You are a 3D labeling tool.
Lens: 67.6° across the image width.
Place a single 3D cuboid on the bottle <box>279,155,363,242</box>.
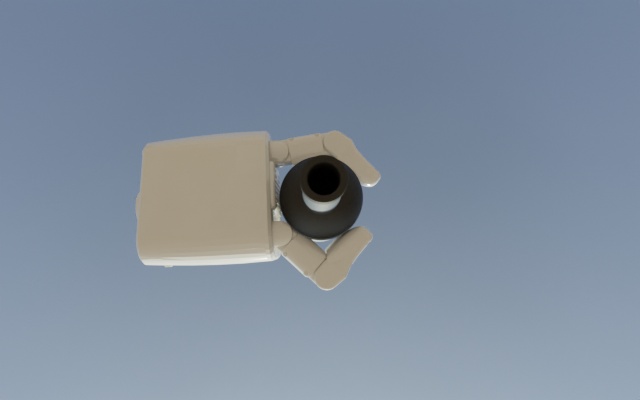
[{"bbox_3d":[0.000,0.001,0.413,0.069,0.069,0.296,0,-5,-1],"label":"bottle"}]
